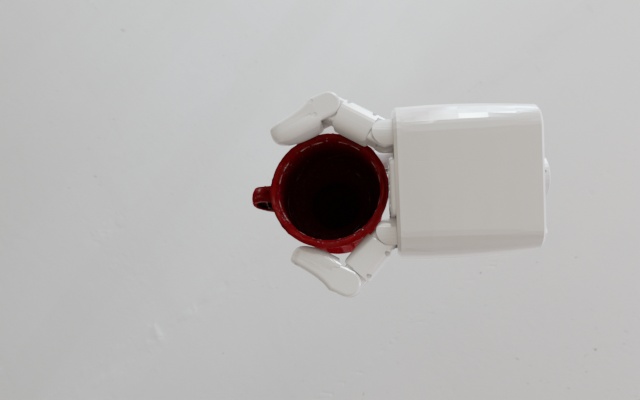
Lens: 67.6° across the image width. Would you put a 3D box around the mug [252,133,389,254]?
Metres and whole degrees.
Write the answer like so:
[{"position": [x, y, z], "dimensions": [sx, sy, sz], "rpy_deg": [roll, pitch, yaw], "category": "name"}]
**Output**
[{"position": [-0.001, 0.002, 0.411], "dimensions": [0.117, 0.093, 0.081], "rpy_deg": [-2, -14, 8], "category": "mug"}]
